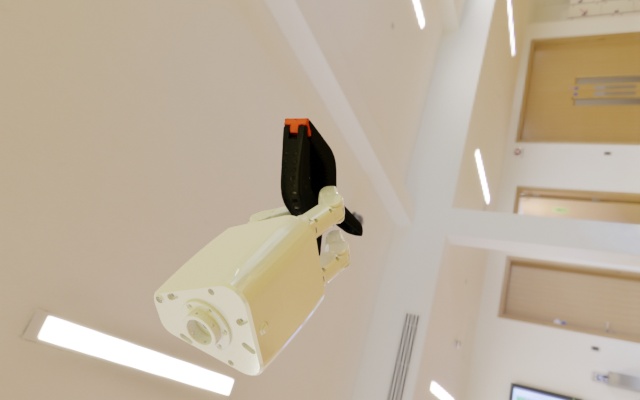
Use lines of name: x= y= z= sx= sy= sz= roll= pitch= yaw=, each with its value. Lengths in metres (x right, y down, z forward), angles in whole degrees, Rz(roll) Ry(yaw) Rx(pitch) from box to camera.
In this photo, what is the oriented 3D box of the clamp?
clamp: x=-0.001 y=0.001 z=0.547 sx=0.036 sy=0.210 sz=0.164 roll=4 pitch=27 yaw=28
